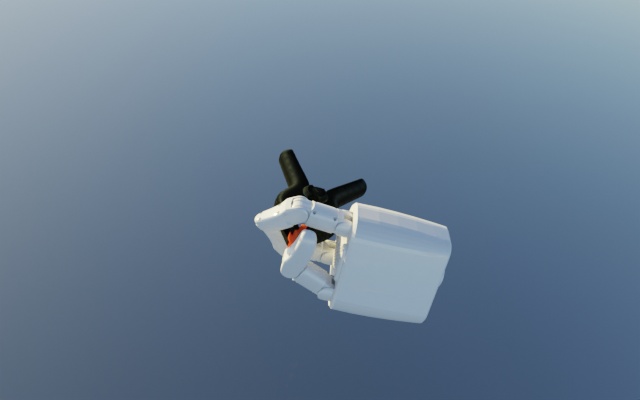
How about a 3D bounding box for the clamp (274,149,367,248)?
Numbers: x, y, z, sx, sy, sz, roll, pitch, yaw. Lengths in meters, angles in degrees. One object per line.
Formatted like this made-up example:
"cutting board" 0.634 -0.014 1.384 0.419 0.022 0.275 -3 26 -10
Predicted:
"clamp" 0.000 0.001 0.569 0.120 0.039 0.171 13 37 -5
